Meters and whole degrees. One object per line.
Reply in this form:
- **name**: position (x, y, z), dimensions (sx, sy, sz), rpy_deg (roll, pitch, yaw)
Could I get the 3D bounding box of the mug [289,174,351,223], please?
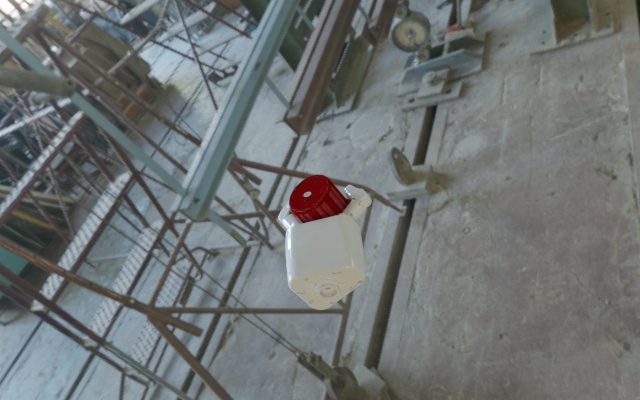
- **mug**: position (0.000, 0.002, 0.806), dimensions (0.093, 0.117, 0.081), rpy_deg (-27, -51, 18)
